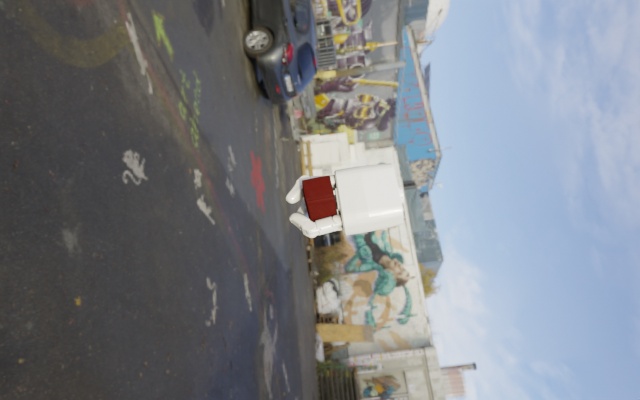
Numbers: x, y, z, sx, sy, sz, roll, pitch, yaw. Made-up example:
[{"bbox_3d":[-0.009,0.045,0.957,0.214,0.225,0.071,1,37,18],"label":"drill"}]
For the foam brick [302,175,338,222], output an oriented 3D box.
[{"bbox_3d":[0.000,0.003,0.839,0.051,0.053,0.078,-11,-40,1],"label":"foam brick"}]
